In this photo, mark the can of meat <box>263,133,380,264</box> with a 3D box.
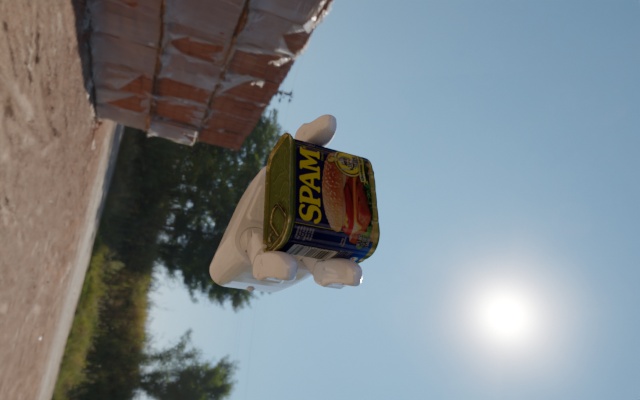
[{"bbox_3d":[0.000,0.001,0.411,0.084,0.102,0.057,12,-31,-23],"label":"can of meat"}]
